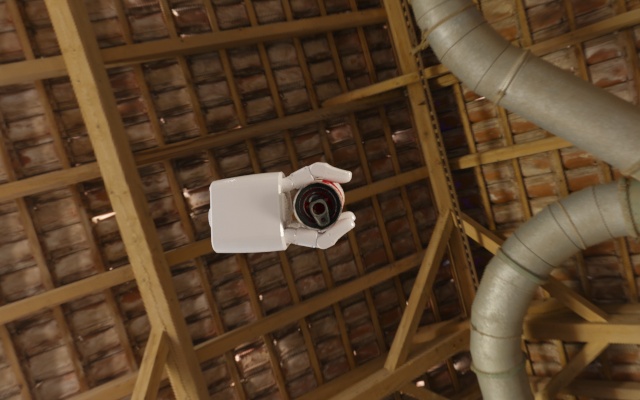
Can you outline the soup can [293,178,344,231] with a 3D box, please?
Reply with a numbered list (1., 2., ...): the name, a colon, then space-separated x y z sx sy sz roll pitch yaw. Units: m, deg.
1. soup can: 0.001 0.002 0.702 0.068 0.068 0.102 0 7 5
